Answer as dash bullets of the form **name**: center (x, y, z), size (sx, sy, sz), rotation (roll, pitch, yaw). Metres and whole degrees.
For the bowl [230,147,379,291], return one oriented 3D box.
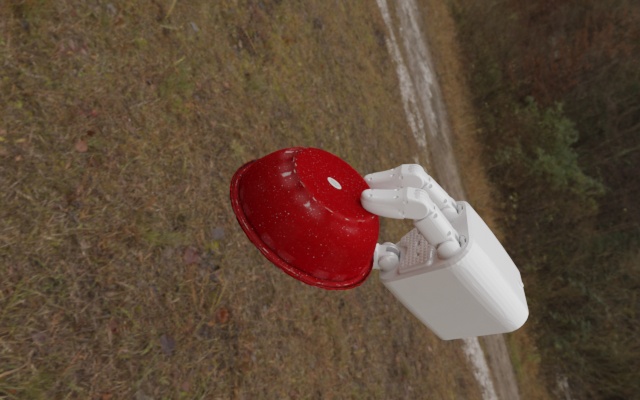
- **bowl**: center (-0.001, 0.001, 0.444), size (0.162, 0.162, 0.055), rotation (0, -41, -46)
